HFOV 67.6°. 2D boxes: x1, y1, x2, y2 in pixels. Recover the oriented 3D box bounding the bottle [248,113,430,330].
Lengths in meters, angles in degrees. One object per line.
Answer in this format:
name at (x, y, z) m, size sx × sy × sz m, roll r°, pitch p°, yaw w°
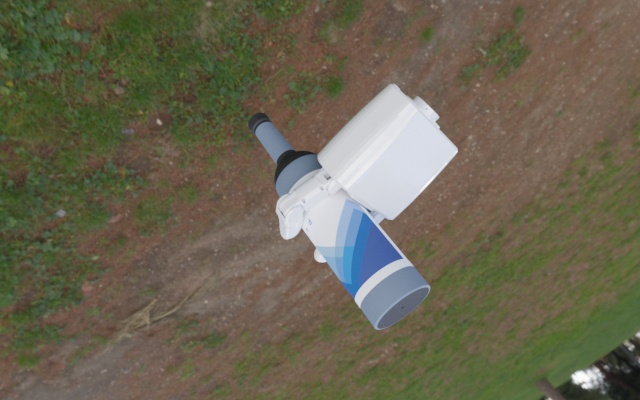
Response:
bottle at (0.000, 0.002, 0.527) m, size 0.069 × 0.069 × 0.295 m, roll 0°, pitch 43°, yaw -48°
